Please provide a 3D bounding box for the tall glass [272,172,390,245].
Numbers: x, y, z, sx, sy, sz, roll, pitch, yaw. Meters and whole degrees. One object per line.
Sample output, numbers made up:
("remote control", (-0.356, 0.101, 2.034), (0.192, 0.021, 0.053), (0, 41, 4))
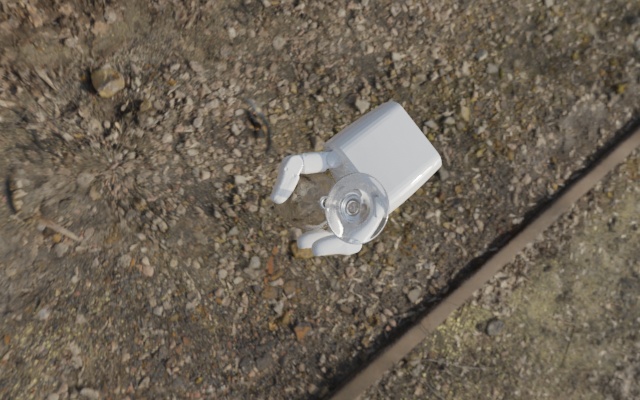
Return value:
("tall glass", (0.000, 0.002, 0.579), (0.079, 0.079, 0.201), (0, 4, -24))
